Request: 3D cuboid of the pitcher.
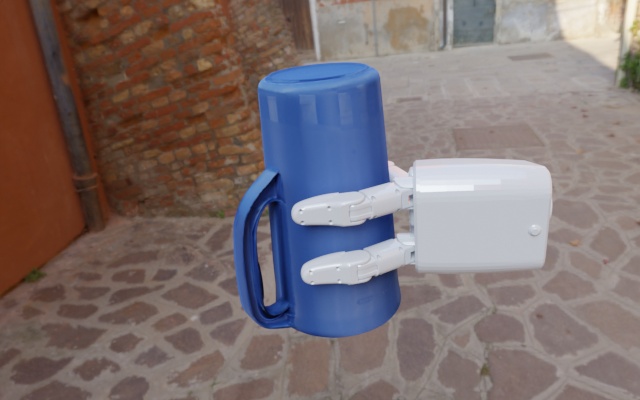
[{"bbox_3d":[0.000,0.001,0.456,0.145,0.243,0.149,-1,24,11],"label":"pitcher"}]
